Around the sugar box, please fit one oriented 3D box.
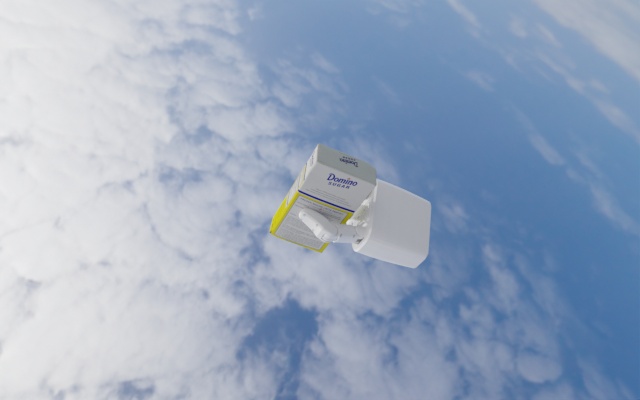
[{"bbox_3d":[0.000,0.002,0.703,0.093,0.048,0.176,21,-48,-16],"label":"sugar box"}]
